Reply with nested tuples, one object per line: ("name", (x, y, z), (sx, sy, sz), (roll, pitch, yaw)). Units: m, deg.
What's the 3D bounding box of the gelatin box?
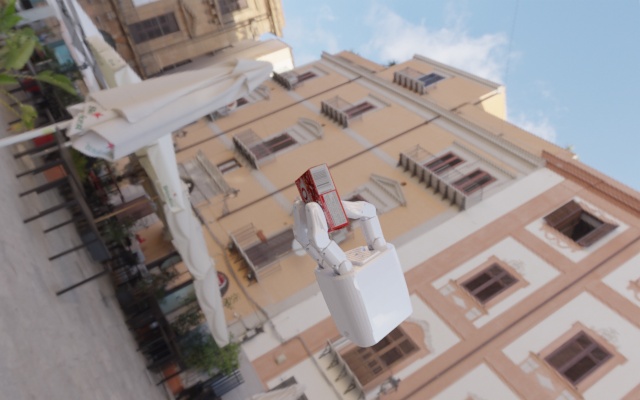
("gelatin box", (0.000, 0.002, 0.650), (0.030, 0.089, 0.073), (-19, -4, -20))
